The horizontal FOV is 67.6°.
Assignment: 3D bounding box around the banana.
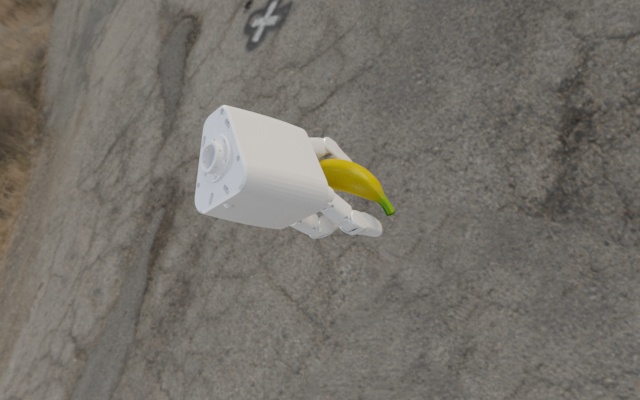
[{"bbox_3d":[0.001,-0.017,0.596,0.198,0.069,0.037,2,8,44],"label":"banana"}]
